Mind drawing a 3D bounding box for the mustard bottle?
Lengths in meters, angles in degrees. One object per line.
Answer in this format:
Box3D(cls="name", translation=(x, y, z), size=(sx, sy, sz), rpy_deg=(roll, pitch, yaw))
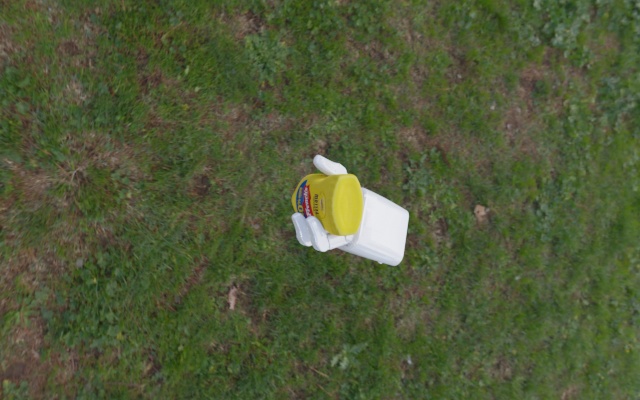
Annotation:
Box3D(cls="mustard bottle", translation=(0.000, 0.003, 0.811), size=(0.058, 0.096, 0.191), rpy_deg=(-5, 5, -27))
